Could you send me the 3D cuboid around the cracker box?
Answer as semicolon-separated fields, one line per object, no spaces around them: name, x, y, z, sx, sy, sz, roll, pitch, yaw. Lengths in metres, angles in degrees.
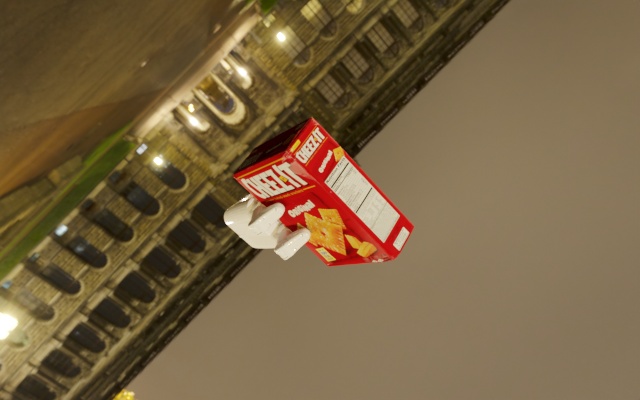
cracker box;0.000;0.002;0.676;0.214;0.072;0.164;44;-30;-19
